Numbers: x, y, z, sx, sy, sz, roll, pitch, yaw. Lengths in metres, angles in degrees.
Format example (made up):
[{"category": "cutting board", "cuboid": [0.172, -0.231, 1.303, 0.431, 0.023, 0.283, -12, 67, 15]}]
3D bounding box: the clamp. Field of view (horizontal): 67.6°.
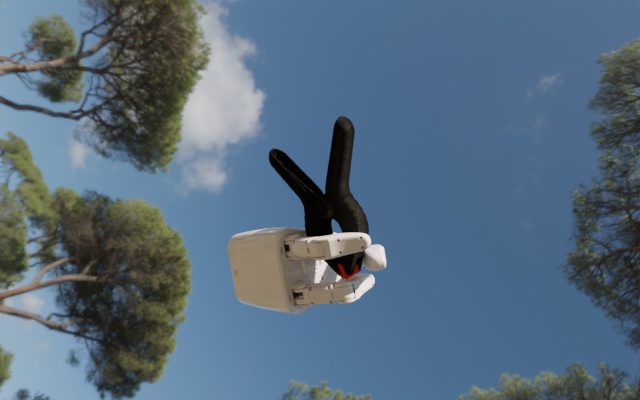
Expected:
[{"category": "clamp", "cuboid": [0.001, 0.002, 0.532, 0.120, 0.171, 0.039, -7, 4, 45]}]
